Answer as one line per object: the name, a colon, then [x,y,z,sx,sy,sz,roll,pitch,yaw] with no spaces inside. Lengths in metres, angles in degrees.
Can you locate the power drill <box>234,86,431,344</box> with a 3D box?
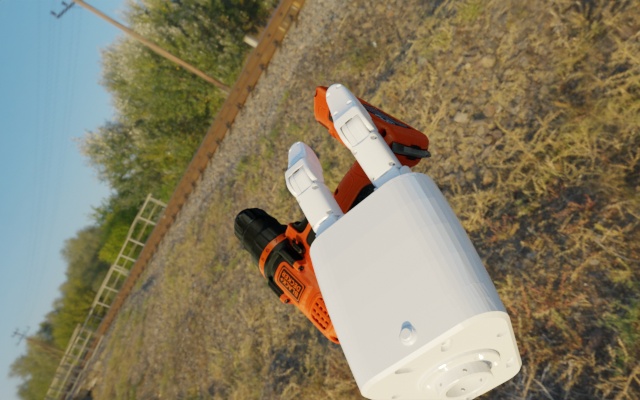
power drill: [0.000,0.001,0.421,0.057,0.188,0.184,1,28,-46]
